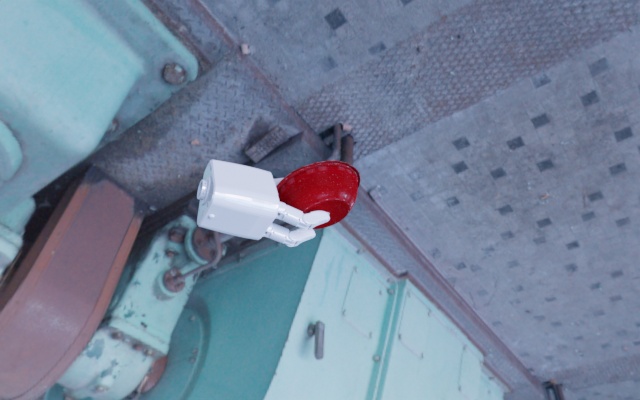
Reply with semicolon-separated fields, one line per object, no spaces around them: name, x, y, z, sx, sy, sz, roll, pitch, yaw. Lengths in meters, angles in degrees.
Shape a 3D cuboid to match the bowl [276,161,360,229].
bowl;0.002;0.003;0.830;0.162;0.055;0.162;-13;-32;-8
